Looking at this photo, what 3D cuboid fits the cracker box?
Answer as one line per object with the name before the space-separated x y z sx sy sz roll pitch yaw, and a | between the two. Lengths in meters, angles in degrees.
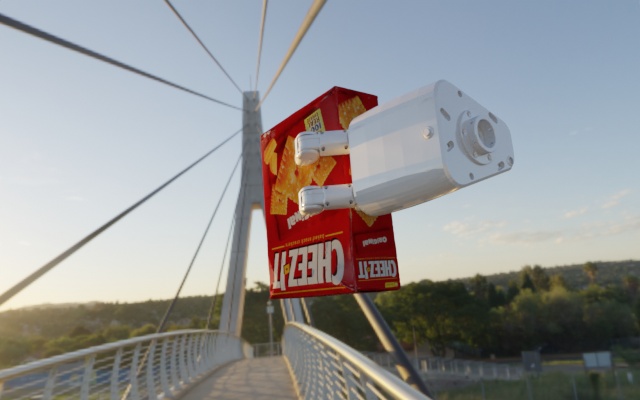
cracker box | 0.000 0.002 0.550 0.072 0.213 0.164 4 -14 -36
